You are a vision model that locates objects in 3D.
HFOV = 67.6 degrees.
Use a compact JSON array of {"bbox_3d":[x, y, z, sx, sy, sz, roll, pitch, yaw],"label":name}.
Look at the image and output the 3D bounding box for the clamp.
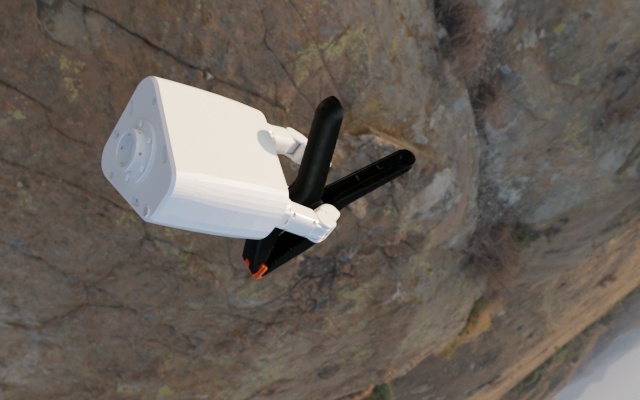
[{"bbox_3d":[0.000,0.003,0.490,0.164,0.210,0.036,13,34,-48],"label":"clamp"}]
